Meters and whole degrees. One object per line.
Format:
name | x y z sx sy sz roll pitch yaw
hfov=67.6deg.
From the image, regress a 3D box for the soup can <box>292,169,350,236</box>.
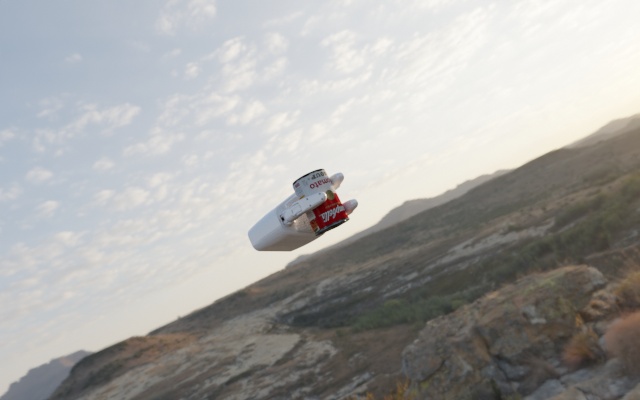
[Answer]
soup can | 0.000 0.002 0.851 0.068 0.102 0.068 -25 -9 -4
